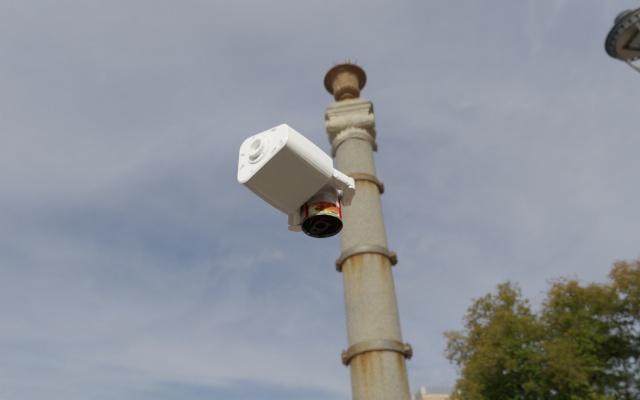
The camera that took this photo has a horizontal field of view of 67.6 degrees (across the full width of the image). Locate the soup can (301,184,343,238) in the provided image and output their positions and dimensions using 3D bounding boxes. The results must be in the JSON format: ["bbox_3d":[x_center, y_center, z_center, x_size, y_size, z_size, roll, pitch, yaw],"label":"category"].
[{"bbox_3d":[0.001,0.003,0.800,0.068,0.102,0.069,-2,-38,-2],"label":"soup can"}]
